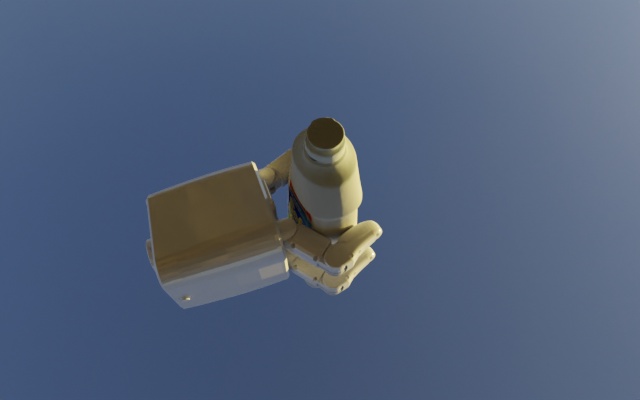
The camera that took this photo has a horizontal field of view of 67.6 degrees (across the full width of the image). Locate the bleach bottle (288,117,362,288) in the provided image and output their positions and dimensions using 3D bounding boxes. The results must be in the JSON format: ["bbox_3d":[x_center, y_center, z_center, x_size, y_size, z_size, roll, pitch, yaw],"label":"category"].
[{"bbox_3d":[0.000,0.002,0.463,0.068,0.102,0.251,-17,-26,-9],"label":"bleach bottle"}]
